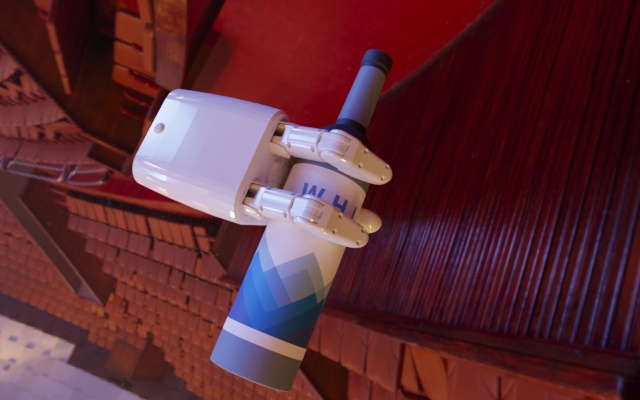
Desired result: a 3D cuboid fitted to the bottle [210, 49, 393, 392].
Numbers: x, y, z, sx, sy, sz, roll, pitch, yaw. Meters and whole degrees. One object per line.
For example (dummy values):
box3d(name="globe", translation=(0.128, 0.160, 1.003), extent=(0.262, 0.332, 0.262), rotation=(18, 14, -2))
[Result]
box3d(name="bottle", translation=(0.000, 0.002, 0.402), extent=(0.069, 0.295, 0.069), rotation=(21, -14, 6))
